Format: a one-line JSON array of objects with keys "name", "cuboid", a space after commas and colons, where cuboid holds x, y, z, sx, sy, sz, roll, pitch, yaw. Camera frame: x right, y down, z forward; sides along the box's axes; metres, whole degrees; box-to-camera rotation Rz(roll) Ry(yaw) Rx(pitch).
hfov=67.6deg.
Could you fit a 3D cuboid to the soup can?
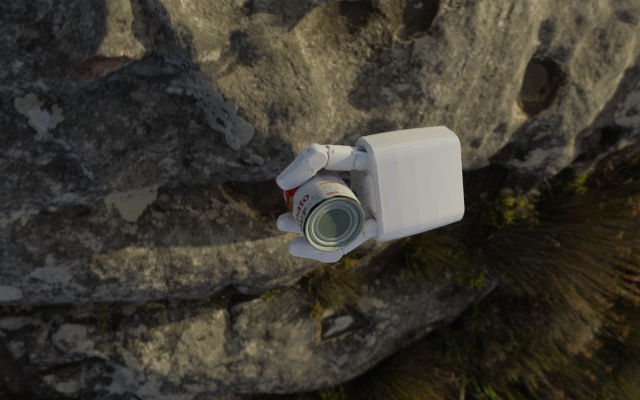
[{"name": "soup can", "cuboid": [0.000, 0.002, 0.523, 0.068, 0.068, 0.102, 0, 28, -20]}]
